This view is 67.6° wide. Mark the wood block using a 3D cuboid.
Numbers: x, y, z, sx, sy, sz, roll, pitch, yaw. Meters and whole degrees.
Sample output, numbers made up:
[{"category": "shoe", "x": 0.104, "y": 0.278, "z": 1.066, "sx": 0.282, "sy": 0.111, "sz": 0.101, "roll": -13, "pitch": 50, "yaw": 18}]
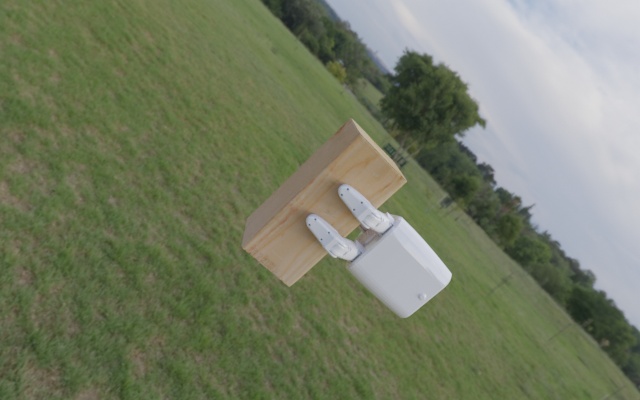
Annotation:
[{"category": "wood block", "x": 0.000, "y": 0.002, "z": 0.631, "sx": 0.090, "sy": 0.206, "sz": 0.090, "roll": 43, "pitch": 13, "yaw": -17}]
